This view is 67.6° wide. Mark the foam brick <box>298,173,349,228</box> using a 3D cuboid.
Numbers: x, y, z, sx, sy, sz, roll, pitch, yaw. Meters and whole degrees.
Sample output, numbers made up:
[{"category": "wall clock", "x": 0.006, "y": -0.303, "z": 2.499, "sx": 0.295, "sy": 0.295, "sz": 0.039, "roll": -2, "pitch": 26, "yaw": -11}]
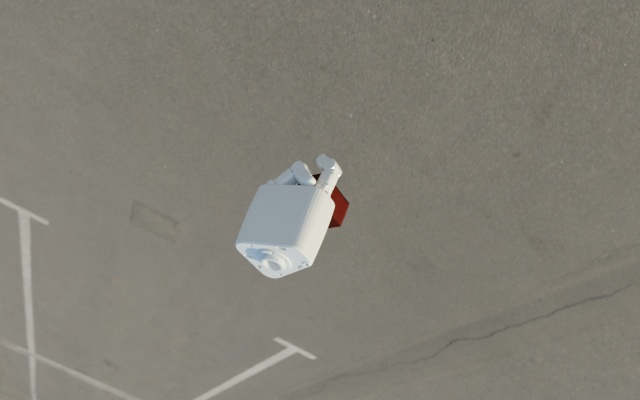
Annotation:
[{"category": "foam brick", "x": 0.000, "y": 0.003, "z": 0.757, "sx": 0.053, "sy": 0.051, "sz": 0.078, "roll": -10, "pitch": -45, "yaw": 35}]
